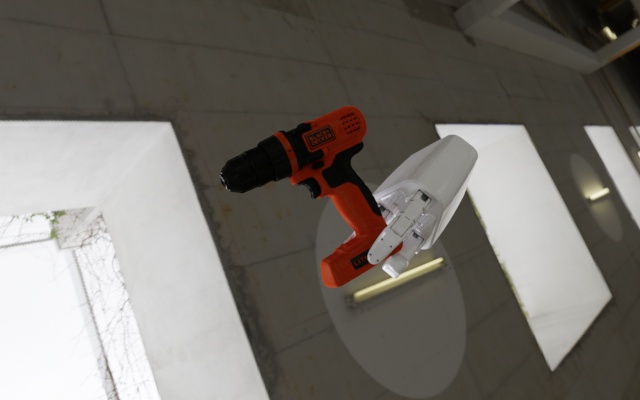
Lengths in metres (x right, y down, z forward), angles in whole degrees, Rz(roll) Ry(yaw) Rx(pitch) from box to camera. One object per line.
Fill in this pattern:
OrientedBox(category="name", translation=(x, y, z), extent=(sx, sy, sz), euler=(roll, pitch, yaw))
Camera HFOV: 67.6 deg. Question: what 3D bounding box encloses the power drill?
OrientedBox(category="power drill", translation=(0.001, 0.002, 0.554), extent=(0.184, 0.187, 0.057), euler=(-27, 6, -16))
